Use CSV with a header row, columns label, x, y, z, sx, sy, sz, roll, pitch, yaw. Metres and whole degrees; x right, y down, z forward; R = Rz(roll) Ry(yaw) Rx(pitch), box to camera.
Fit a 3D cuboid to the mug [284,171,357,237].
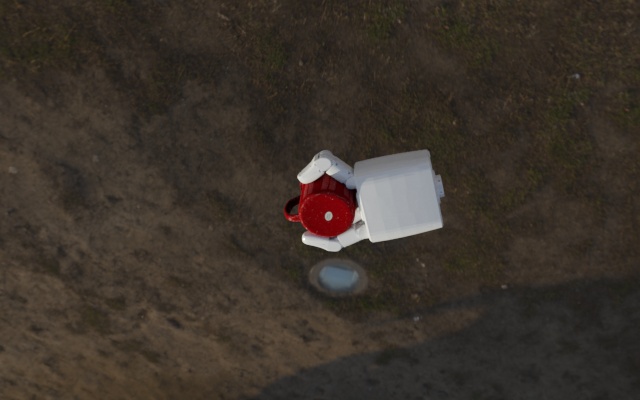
label,x,y,z,sx,sy,sz,roll,pitch,yaw
mug,-0.001,0.003,0.708,0.117,0.093,0.081,-13,31,13
